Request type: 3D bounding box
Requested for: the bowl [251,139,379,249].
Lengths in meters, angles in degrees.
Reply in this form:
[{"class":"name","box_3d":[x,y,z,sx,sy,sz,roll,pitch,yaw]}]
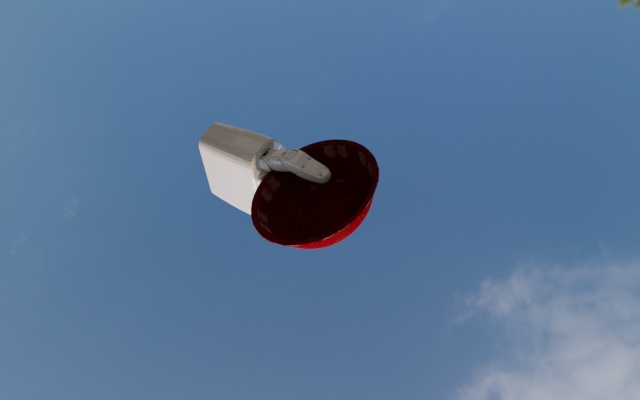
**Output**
[{"class":"bowl","box_3d":[0.001,0.003,0.571,0.162,0.162,0.055,0,-39,30]}]
